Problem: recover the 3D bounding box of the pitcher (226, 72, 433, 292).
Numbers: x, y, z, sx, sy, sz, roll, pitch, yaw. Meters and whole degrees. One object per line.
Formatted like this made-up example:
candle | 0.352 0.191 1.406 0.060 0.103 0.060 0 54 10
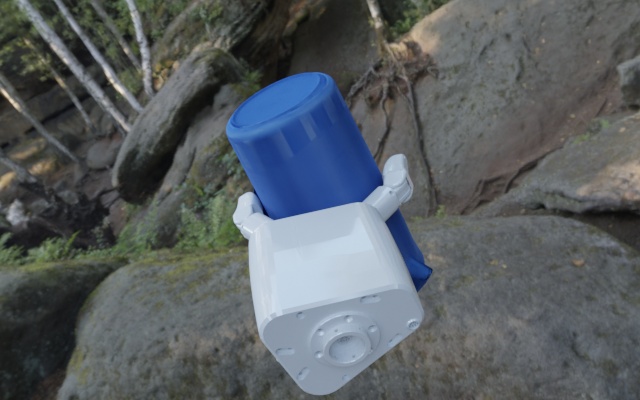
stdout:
pitcher | 0.000 0.002 0.490 0.149 0.243 0.145 -26 31 4
